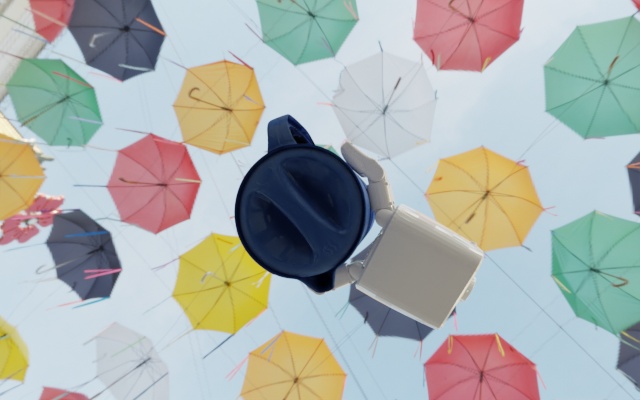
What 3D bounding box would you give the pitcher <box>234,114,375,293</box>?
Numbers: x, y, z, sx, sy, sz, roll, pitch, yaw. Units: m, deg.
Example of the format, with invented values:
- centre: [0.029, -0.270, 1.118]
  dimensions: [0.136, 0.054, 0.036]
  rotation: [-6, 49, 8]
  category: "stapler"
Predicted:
- centre: [0.000, 0.002, 0.575]
  dimensions: [0.145, 0.149, 0.243]
  rotation: [27, 5, 11]
  category: "pitcher"
